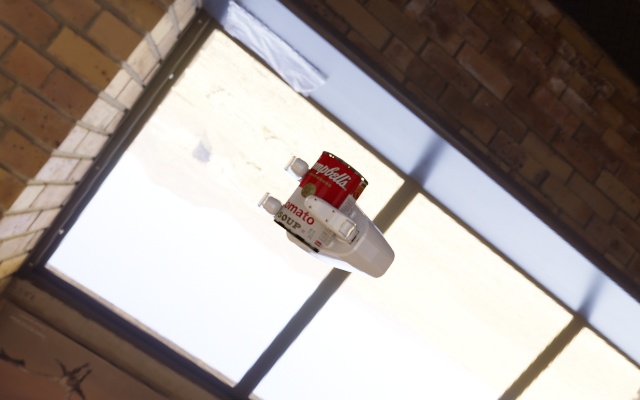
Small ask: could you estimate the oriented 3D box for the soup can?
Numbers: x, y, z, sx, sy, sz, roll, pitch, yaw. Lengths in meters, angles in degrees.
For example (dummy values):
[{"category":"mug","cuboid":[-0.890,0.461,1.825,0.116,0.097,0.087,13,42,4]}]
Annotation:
[{"category":"soup can","cuboid":[0.000,0.002,0.560,0.068,0.102,0.068,36,-5,3]}]
